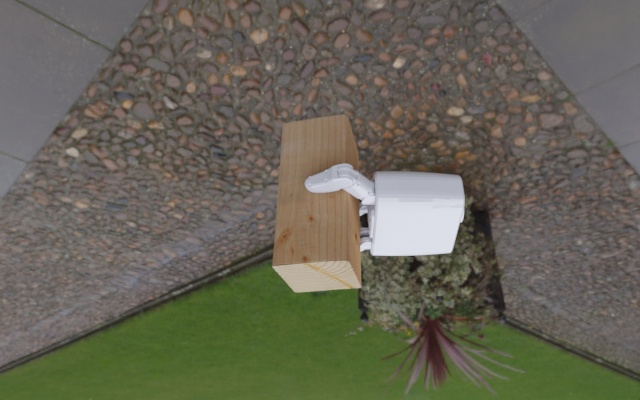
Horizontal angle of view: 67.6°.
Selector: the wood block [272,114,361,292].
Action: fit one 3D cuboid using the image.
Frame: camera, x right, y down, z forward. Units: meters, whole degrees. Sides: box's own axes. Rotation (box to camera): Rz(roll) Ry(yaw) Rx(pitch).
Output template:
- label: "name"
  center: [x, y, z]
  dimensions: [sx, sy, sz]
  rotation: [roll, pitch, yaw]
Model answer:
- label: "wood block"
  center: [0.000, 0.002, 0.614]
  dimensions: [0.090, 0.206, 0.091]
  rotation: [-6, -31, 12]
